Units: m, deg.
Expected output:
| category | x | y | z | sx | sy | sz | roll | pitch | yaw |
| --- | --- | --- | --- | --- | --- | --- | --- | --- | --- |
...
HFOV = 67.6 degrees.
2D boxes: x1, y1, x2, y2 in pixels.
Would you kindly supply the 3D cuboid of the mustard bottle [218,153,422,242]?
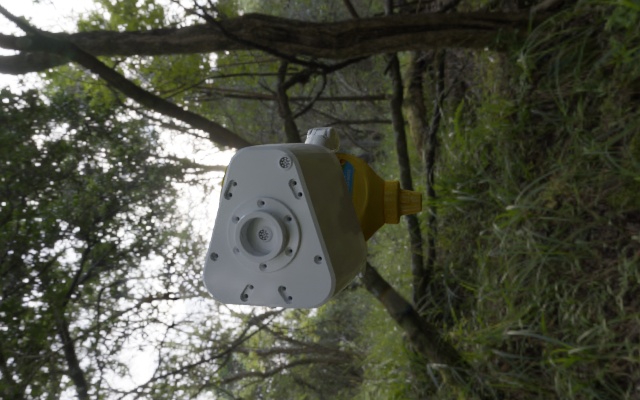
| category | x | y | z | sx | sy | sz | roll | pitch | yaw |
| --- | --- | --- | --- | --- | --- | --- | --- | --- | --- |
| mustard bottle | 0.000 | 0.002 | 0.461 | 0.191 | 0.096 | 0.058 | 0 | -20 | 14 |
